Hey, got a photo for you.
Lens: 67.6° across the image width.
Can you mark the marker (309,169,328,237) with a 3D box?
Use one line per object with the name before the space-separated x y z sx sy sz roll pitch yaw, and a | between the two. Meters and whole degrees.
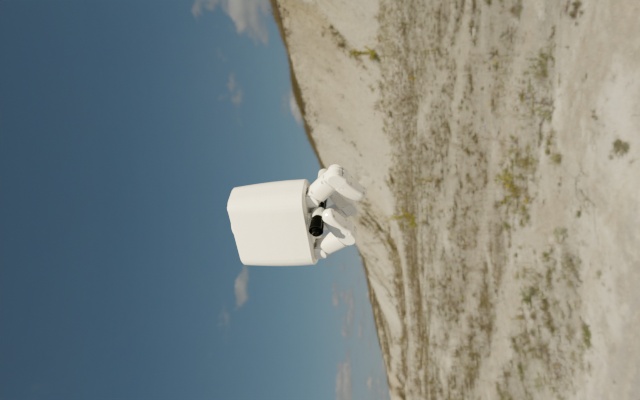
marker | 0.000 0.002 0.636 0.020 0.020 0.121 0 42 8
